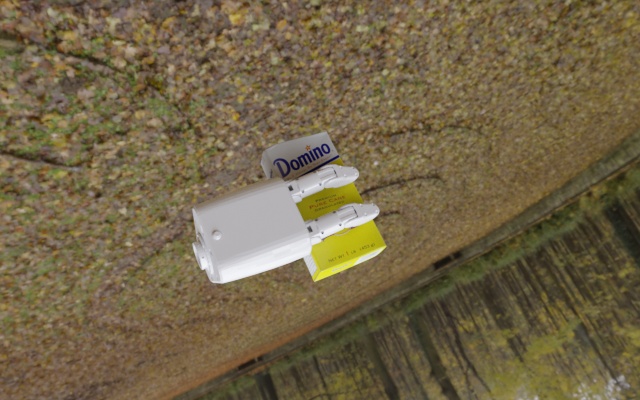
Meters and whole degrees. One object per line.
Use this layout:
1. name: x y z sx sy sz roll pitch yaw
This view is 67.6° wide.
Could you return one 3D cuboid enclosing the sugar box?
1. sugar box: 0.000 0.002 0.600 0.093 0.176 0.048 -19 -19 -22
